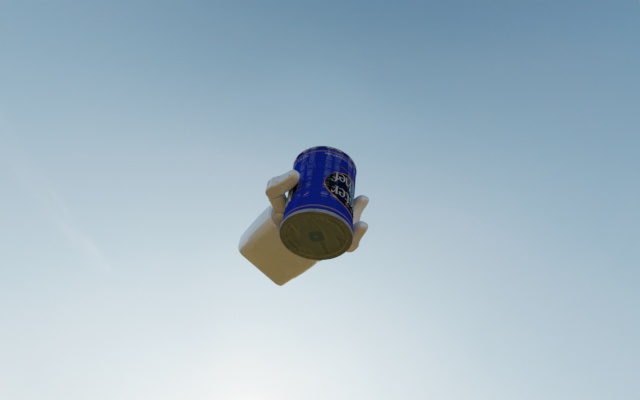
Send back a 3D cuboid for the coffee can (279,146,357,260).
[{"bbox_3d":[0.000,0.002,0.709,0.103,0.103,0.140,4,45,4],"label":"coffee can"}]
